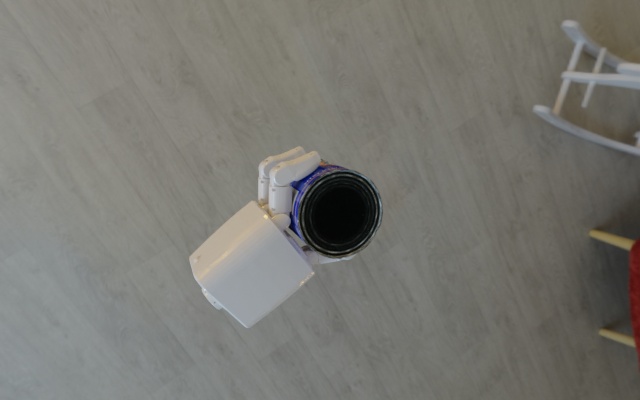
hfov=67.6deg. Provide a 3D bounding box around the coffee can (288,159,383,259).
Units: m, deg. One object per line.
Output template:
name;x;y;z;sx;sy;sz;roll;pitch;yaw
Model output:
coffee can;0.000;0.002;0.592;0.103;0.103;0.140;0;11;-20
